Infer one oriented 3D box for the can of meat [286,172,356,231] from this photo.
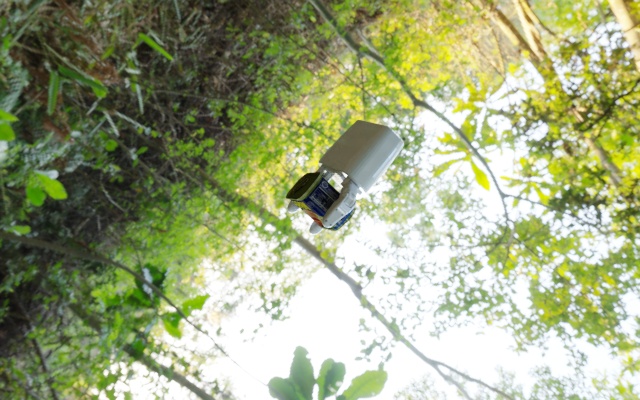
[{"bbox_3d":[0.000,0.003,0.774,0.084,0.057,0.102,42,-11,-15],"label":"can of meat"}]
